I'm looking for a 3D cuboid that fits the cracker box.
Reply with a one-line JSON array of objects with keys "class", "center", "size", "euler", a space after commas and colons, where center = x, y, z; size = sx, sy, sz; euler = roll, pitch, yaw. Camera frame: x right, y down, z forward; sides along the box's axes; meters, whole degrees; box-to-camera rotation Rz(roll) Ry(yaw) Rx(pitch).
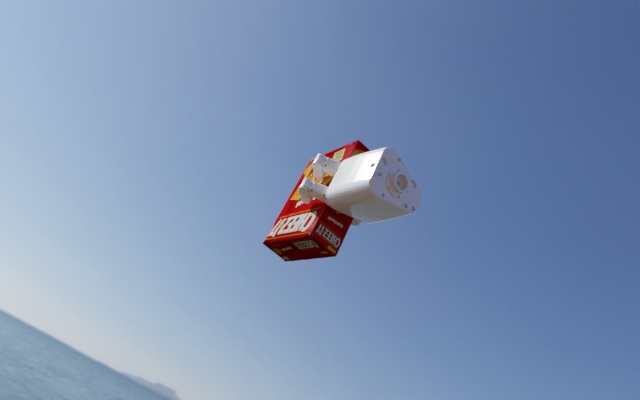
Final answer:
[{"class": "cracker box", "center": [0.000, 0.003, 0.888], "size": [0.072, 0.213, 0.164], "euler": [41, -30, -23]}]
